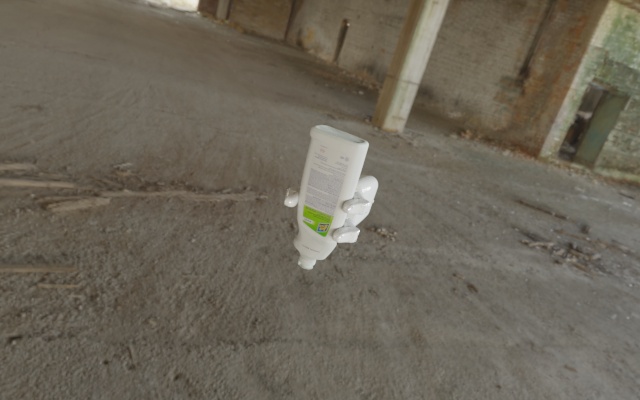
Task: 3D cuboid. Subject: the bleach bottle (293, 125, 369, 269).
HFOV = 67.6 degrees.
[{"bbox_3d":[0.000,0.003,0.837,0.102,0.251,0.068,24,20,17],"label":"bleach bottle"}]
